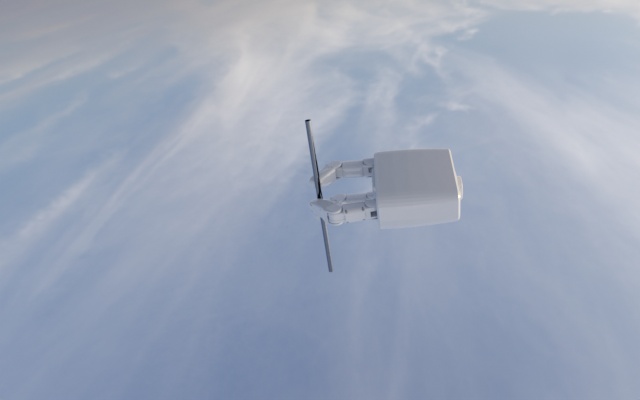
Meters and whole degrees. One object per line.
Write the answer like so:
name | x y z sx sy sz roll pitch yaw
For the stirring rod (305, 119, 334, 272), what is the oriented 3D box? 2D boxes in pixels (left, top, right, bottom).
stirring rod | 0.000 0.002 0.665 0.011 0.240 0.011 -7 29 4
